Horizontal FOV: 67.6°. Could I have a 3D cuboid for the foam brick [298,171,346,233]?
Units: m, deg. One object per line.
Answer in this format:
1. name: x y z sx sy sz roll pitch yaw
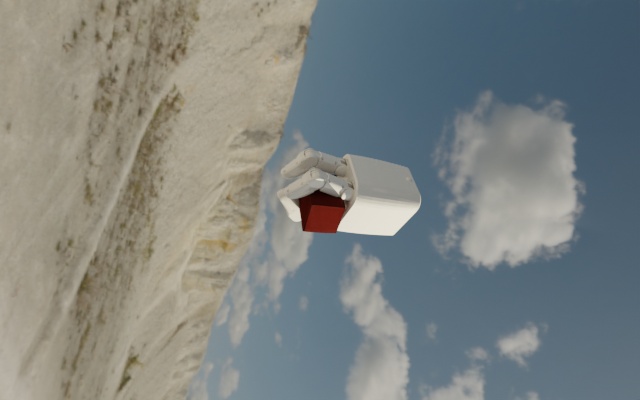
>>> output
1. foam brick: 0.000 0.003 0.692 0.051 0.053 0.078 7 40 -16
